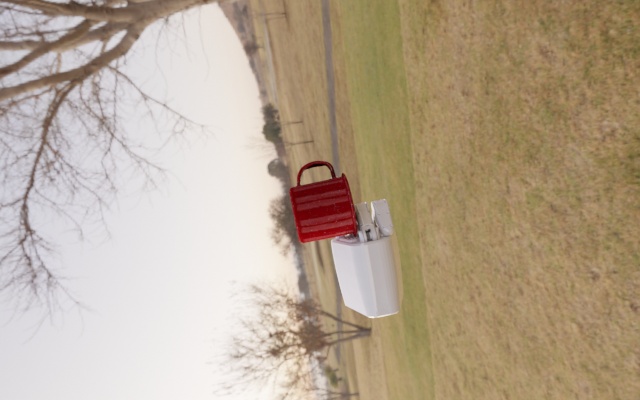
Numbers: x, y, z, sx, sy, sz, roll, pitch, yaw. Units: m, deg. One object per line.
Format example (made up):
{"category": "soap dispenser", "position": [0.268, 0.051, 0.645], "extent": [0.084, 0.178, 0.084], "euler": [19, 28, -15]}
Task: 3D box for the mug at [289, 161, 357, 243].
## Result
{"category": "mug", "position": [0.000, 0.001, 0.677], "extent": [0.081, 0.117, 0.093], "euler": [-11, 3, -3]}
